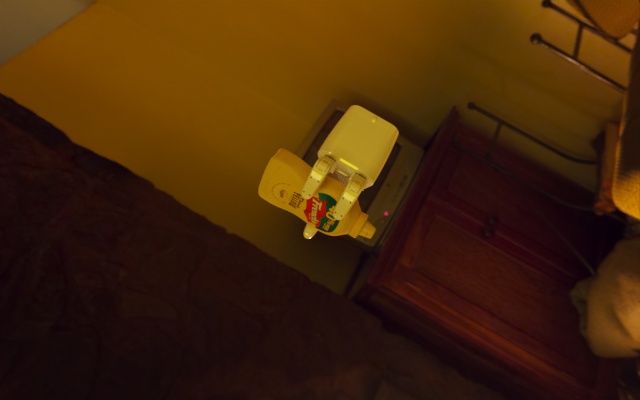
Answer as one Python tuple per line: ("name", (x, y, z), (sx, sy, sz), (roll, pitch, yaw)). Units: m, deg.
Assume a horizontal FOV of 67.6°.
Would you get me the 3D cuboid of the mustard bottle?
("mustard bottle", (0.000, 0.003, 0.745), (0.191, 0.096, 0.058), (30, 44, 3))
